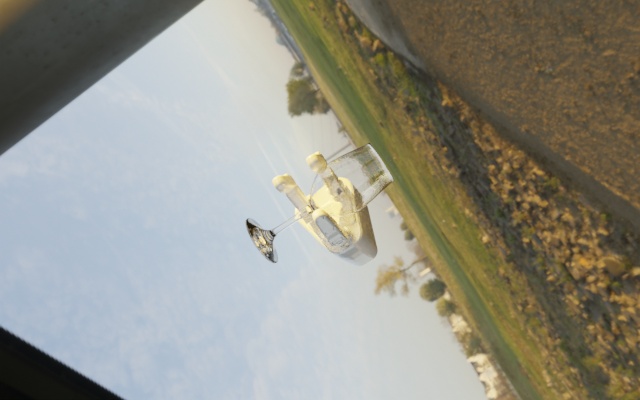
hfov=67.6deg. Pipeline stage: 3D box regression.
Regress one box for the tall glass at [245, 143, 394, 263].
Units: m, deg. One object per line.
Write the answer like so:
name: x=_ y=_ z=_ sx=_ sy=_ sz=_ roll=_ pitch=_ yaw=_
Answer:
tall glass: x=0.000 y=0.003 z=0.654 sx=0.201 sy=0.079 sz=0.079 roll=-34 pitch=-5 yaw=8
